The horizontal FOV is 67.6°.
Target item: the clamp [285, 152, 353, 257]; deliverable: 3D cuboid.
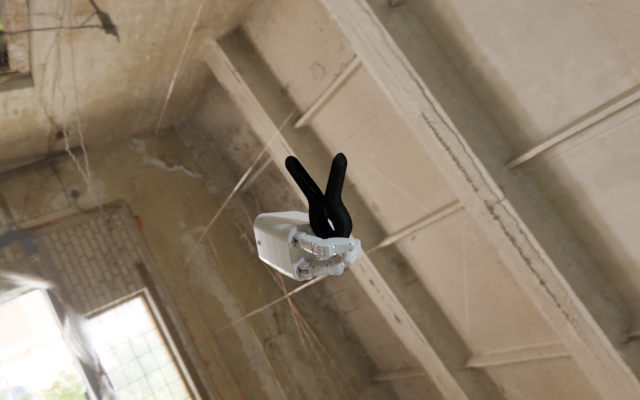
[{"bbox_3d":[0.001,0.002,0.742,0.039,0.171,0.120,-24,27,-37],"label":"clamp"}]
